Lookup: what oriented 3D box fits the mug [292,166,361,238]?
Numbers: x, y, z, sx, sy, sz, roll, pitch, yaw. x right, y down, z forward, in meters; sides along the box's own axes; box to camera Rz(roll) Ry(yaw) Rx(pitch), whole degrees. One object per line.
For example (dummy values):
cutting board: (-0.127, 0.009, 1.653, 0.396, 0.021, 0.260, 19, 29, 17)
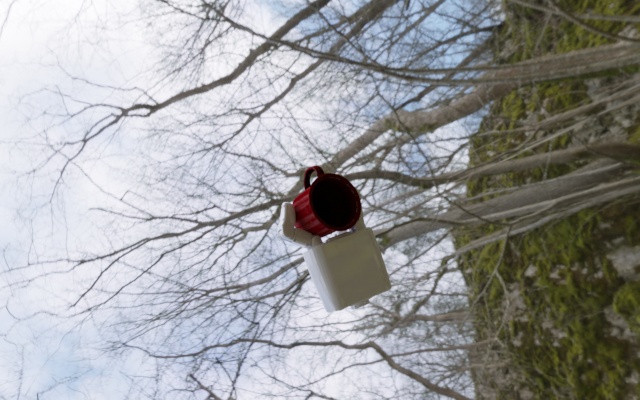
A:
mug: (-0.001, 0.001, 0.761, 0.093, 0.117, 0.081, -15, -10, -33)
